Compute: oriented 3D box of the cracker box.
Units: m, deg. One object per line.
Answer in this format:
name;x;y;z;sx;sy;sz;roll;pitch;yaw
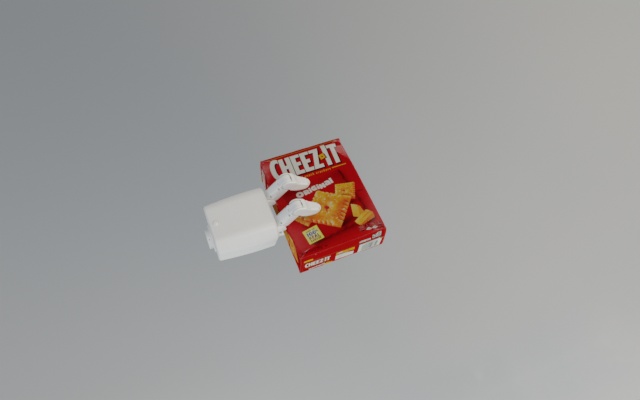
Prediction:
cracker box;0.000;0.003;0.871;0.164;0.213;0.072;-18;-28;-13
